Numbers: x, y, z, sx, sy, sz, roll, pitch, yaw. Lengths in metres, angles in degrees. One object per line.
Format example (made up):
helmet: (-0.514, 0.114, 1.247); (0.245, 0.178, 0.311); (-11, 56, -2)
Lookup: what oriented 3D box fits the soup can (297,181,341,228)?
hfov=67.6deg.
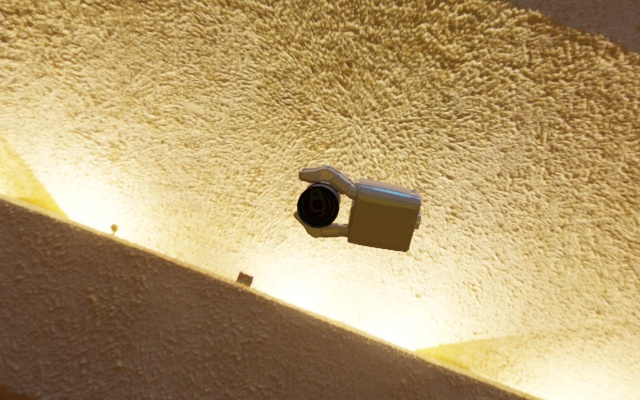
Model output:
soup can: (0.000, 0.003, 0.796); (0.068, 0.068, 0.102); (0, 9, 5)
